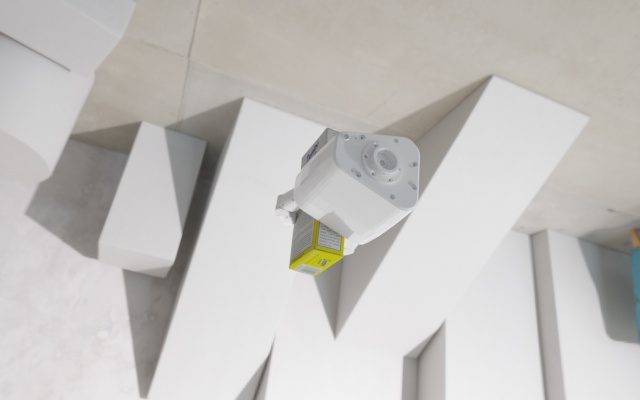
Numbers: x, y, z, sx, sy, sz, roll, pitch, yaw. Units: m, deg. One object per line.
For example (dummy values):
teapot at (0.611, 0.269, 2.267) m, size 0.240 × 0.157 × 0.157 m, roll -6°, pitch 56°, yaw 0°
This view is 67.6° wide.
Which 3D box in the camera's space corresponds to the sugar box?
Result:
sugar box at (0.001, 0.002, 0.634) m, size 0.048 × 0.176 × 0.093 m, roll 18°, pitch -29°, yaw -18°
